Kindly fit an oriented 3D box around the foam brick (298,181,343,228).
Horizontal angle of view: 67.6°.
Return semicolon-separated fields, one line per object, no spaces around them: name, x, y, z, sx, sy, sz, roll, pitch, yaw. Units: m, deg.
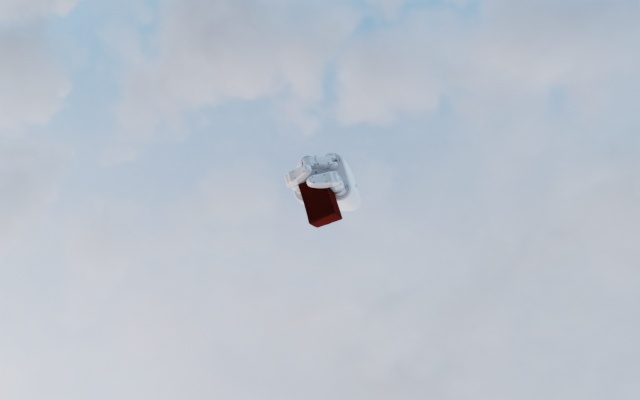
foam brick;0.000;0.003;0.858;0.053;0.078;0.051;-20;-19;11
